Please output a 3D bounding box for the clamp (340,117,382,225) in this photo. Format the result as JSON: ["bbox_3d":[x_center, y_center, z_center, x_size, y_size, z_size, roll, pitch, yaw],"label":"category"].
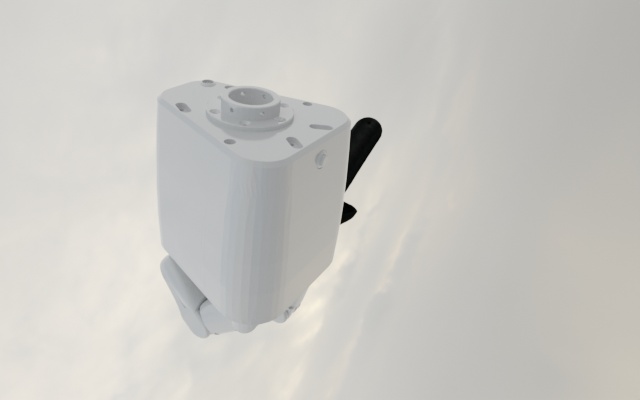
[{"bbox_3d":[-0.001,0.001,0.400,0.039,0.120,0.171,24,36,18],"label":"clamp"}]
